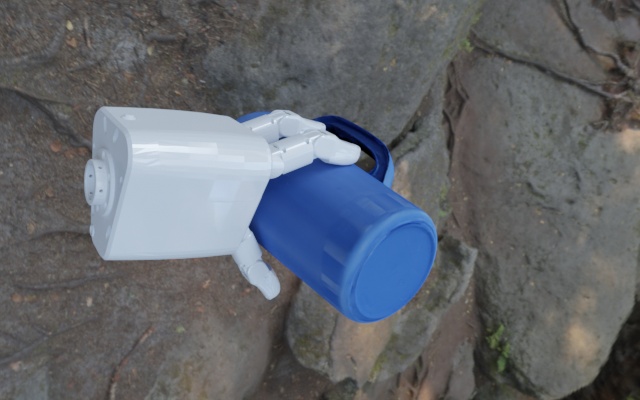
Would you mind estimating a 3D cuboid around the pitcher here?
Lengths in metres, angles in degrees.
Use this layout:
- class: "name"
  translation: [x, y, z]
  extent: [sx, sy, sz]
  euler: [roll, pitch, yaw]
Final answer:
- class: "pitcher"
  translation: [0.000, 0.002, 0.472]
  extent: [0.145, 0.149, 0.242]
  euler: [3, 22, -40]
